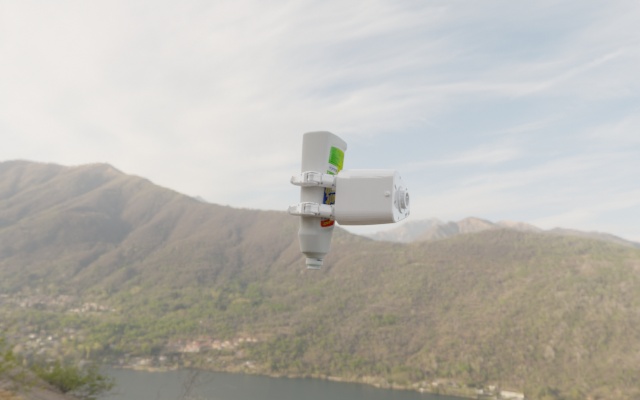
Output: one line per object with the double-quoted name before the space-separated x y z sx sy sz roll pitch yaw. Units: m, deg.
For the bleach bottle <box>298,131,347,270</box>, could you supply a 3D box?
"bleach bottle" 0.000 0.003 0.894 0.068 0.250 0.102 -1 -11 26
